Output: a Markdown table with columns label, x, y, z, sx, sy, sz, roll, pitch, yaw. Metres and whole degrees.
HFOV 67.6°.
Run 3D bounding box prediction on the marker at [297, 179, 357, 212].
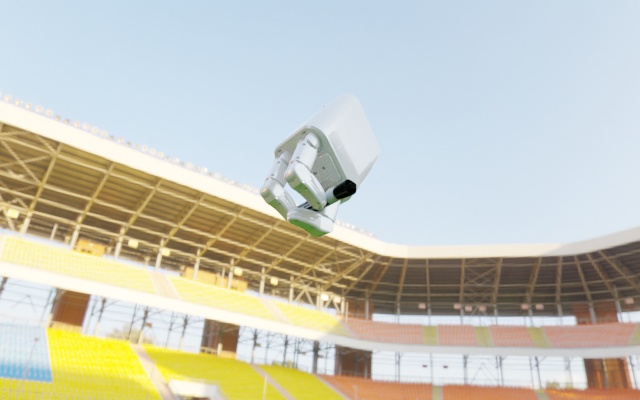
| label | x | y | z | sx | sy | sz | roll | pitch | yaw |
| --- | --- | --- | --- | --- | --- | --- | --- | --- | --- |
| marker | 0.000 | 0.002 | 0.576 | 0.020 | 0.020 | 0.121 | 0 | -19 | -41 |
